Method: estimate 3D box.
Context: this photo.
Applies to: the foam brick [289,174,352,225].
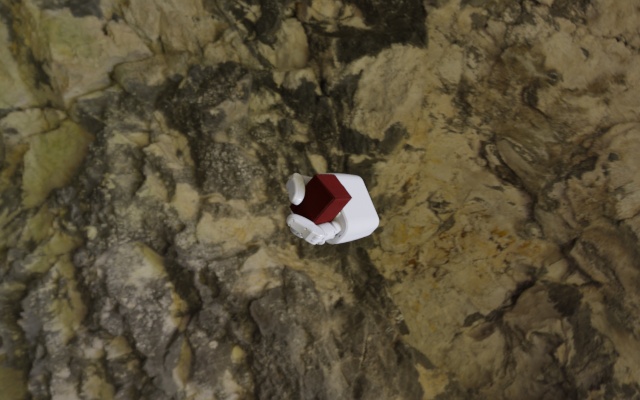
[{"bbox_3d":[0.000,0.002,0.747,0.051,0.053,0.078,-5,-38,-52],"label":"foam brick"}]
